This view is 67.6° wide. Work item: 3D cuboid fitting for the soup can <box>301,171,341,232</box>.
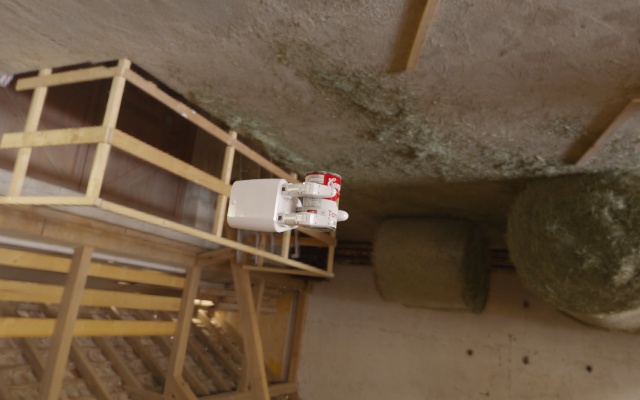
[{"bbox_3d":[0.001,0.003,0.894,0.068,0.102,0.068,6,-13,1],"label":"soup can"}]
